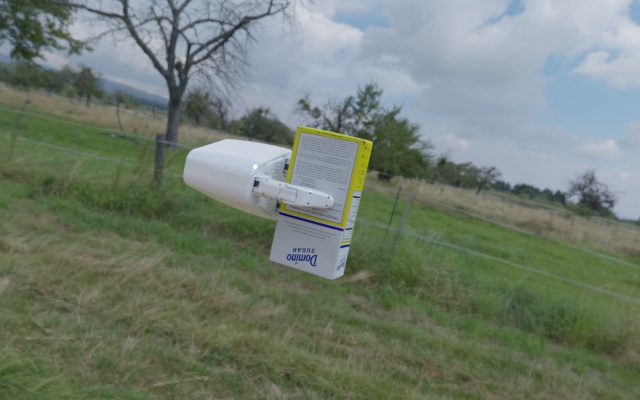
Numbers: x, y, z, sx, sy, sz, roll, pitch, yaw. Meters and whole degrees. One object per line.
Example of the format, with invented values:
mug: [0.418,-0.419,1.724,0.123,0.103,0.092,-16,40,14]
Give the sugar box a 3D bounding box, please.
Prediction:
sugar box: [0.000,0.002,0.603,0.093,0.176,0.048,15,7,22]
